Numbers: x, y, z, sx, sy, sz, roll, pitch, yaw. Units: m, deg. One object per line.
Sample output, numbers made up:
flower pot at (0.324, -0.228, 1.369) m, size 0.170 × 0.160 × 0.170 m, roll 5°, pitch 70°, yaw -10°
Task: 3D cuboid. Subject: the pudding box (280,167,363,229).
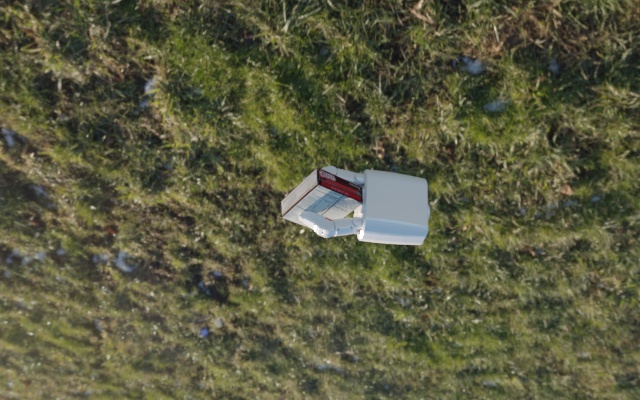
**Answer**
pudding box at (0.000, 0.003, 0.774) m, size 0.090 × 0.039 × 0.113 m, roll 23°, pitch -44°, yaw -28°
